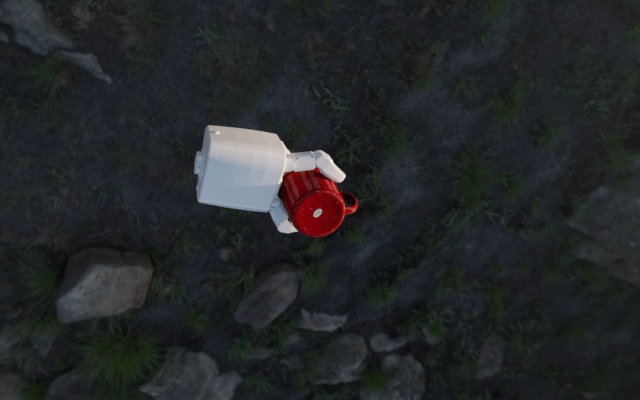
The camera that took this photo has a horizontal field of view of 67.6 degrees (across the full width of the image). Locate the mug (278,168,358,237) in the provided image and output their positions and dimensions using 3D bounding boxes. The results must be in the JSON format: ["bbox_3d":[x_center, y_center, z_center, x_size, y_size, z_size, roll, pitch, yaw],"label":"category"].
[{"bbox_3d":[0.002,0.003,0.718,0.117,0.093,0.081,5,27,-18],"label":"mug"}]
